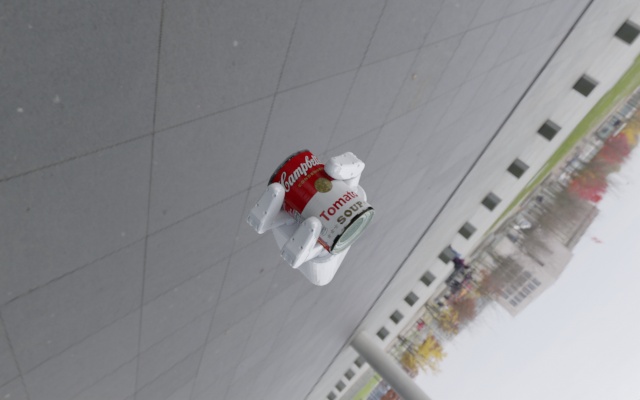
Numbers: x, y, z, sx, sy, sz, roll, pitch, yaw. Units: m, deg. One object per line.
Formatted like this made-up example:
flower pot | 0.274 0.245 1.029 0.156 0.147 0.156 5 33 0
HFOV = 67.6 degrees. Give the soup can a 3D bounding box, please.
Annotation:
soup can | 0.000 0.002 0.519 0.102 0.068 0.068 43 16 19
